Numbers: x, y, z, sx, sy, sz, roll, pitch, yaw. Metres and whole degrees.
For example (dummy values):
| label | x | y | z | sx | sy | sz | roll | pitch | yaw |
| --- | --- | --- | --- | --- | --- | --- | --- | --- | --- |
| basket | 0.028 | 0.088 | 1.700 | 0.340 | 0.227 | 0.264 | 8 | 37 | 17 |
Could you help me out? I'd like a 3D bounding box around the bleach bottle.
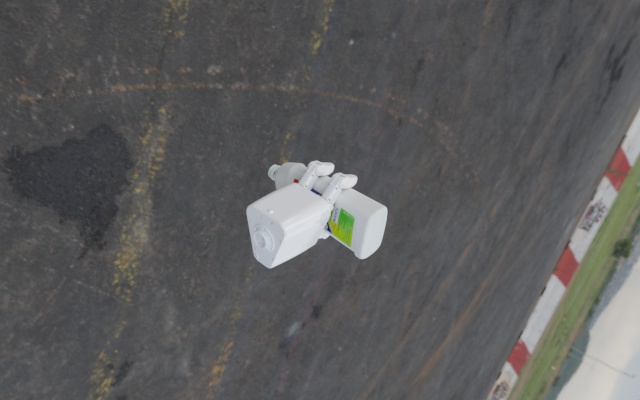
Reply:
| label | x | y | z | sx | sy | sz | roll | pitch | yaw |
| --- | --- | --- | --- | --- | --- | --- | --- | --- | --- |
| bleach bottle | 0.000 | 0.003 | 0.879 | 0.250 | 0.103 | 0.068 | 30 | 39 | 30 |
